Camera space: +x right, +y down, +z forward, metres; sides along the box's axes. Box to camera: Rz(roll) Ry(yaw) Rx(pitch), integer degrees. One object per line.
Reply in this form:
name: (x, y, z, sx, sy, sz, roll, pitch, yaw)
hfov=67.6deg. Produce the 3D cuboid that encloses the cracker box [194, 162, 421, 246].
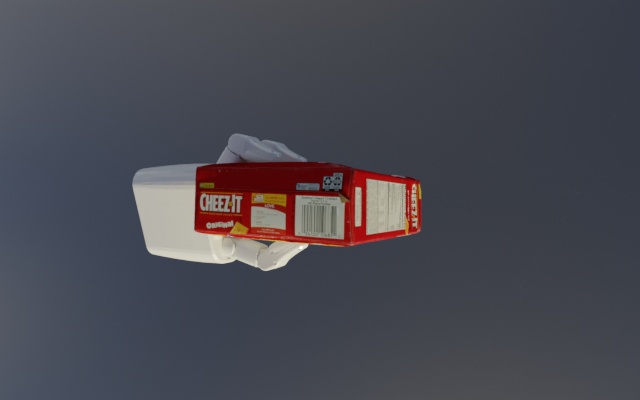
cracker box: (0.000, 0.002, 0.505, 0.164, 0.072, 0.214, 2, 1, 26)
